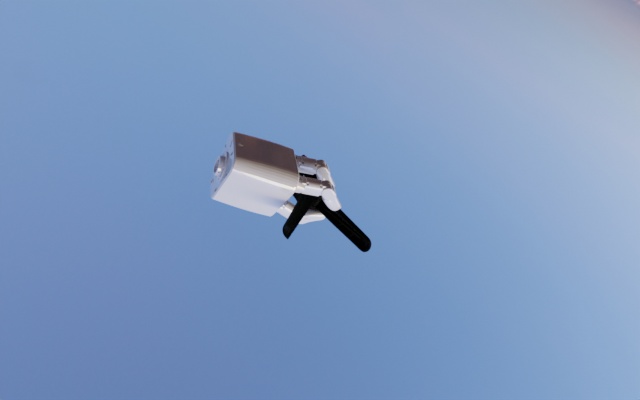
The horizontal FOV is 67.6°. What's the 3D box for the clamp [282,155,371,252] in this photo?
[{"bbox_3d":[-0.001,0.003,0.818,0.164,0.036,0.209,19,36,-27],"label":"clamp"}]
